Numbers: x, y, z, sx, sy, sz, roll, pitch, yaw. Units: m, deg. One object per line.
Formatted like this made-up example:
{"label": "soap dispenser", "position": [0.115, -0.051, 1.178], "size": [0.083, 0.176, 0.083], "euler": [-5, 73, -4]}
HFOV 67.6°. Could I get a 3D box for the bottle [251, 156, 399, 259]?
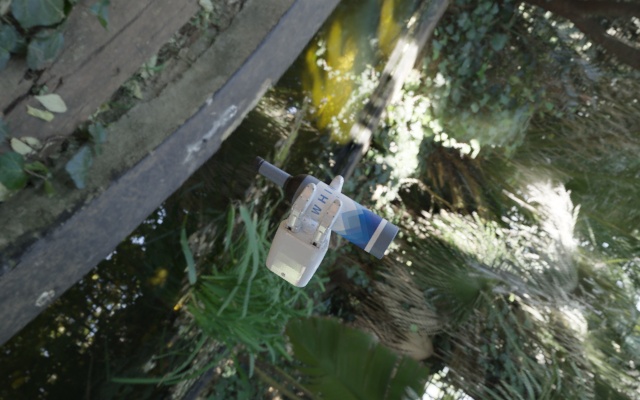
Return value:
{"label": "bottle", "position": [0.000, 0.003, 0.881], "size": [0.295, 0.069, 0.069], "euler": [31, 5, 8]}
